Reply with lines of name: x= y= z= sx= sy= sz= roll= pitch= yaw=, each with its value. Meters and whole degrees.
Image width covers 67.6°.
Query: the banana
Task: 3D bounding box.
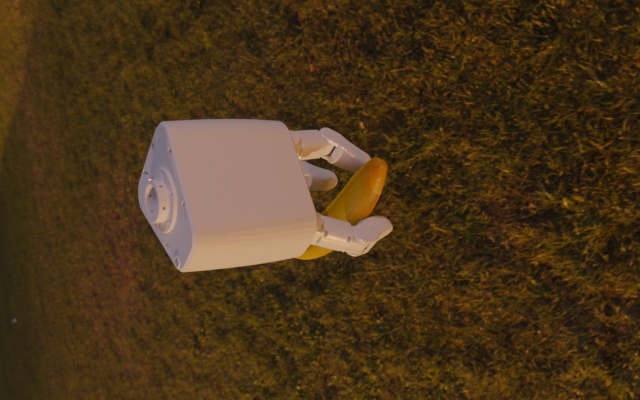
banana: x=0.002 y=0.020 z=0.486 sx=0.037 sy=0.069 sz=0.198 roll=-2 pitch=-15 yaw=-36
